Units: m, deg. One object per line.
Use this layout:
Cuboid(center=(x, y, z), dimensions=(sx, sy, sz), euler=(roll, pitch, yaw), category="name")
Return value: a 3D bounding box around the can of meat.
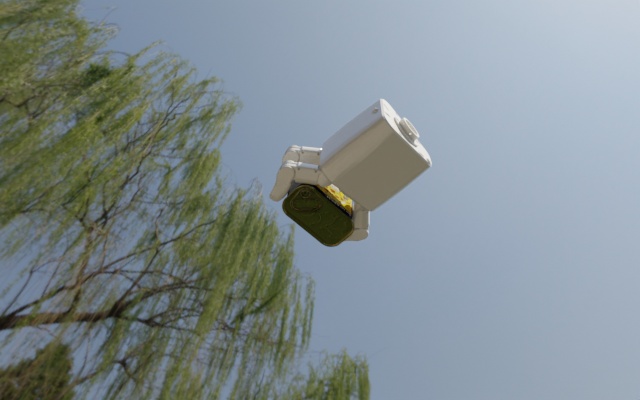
Cuboid(center=(0.000, 0.002, 0.676), dimensions=(0.057, 0.102, 0.084), euler=(-42, 19, 24), category="can of meat")
